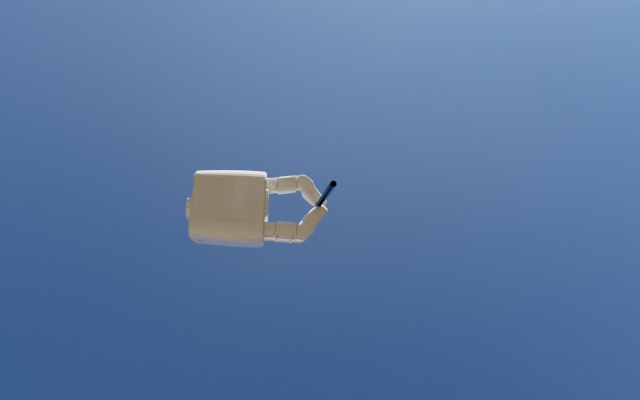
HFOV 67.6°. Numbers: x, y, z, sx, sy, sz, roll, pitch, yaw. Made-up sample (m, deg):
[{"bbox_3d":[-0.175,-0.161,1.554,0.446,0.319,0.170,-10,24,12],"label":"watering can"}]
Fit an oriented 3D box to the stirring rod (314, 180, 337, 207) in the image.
[{"bbox_3d":[0.000,0.002,0.683,0.011,0.011,0.239,0,-11,-7],"label":"stirring rod"}]
